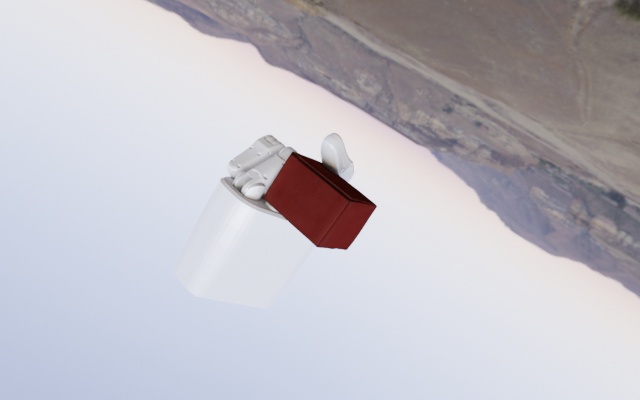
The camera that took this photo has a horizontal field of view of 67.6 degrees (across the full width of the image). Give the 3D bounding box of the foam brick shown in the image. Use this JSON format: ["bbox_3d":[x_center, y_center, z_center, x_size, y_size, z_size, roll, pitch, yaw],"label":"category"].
[{"bbox_3d":[0.000,0.001,0.427,0.078,0.051,0.053,40,14,31],"label":"foam brick"}]
